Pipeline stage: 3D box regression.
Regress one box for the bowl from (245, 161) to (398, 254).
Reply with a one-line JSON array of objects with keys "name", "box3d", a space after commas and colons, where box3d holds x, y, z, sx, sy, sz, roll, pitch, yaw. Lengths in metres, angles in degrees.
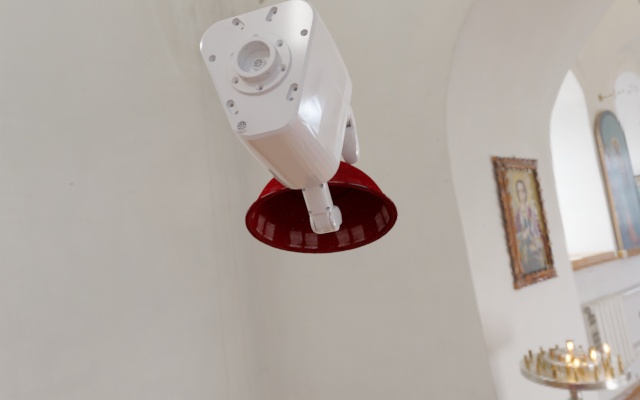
[{"name": "bowl", "box3d": [0.000, 0.002, 0.521, 0.162, 0.055, 0.162, -2, -31, -1]}]
